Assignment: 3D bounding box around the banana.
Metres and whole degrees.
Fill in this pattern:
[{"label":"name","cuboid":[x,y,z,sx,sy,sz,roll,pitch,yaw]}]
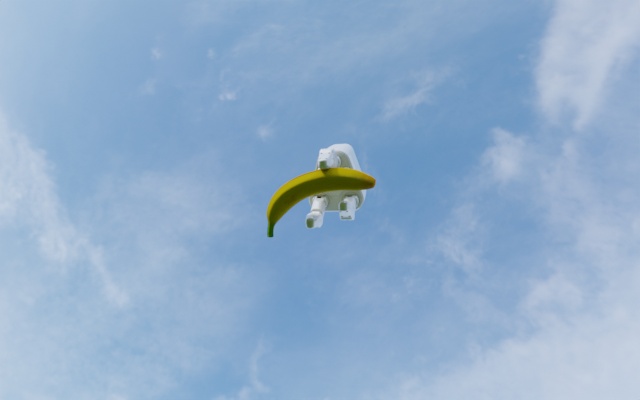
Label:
[{"label":"banana","cuboid":[-0.012,-0.012,0.760,0.198,0.069,0.037,-27,5,15]}]
